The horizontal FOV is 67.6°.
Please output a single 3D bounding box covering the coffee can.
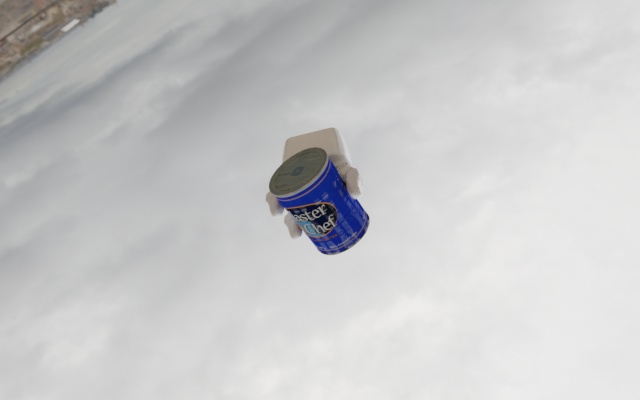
[{"bbox_3d":[0.000,0.002,0.749,0.103,0.102,0.140,0,-44,44],"label":"coffee can"}]
